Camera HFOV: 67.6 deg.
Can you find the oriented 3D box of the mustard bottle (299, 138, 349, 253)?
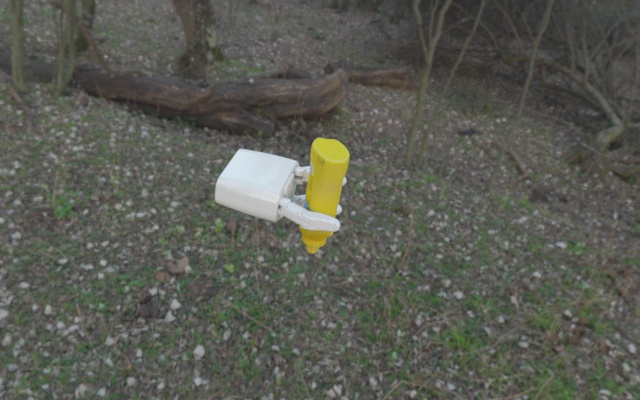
[{"bbox_3d":[0.001,0.002,0.777,0.058,0.192,0.096,4,27,-13],"label":"mustard bottle"}]
